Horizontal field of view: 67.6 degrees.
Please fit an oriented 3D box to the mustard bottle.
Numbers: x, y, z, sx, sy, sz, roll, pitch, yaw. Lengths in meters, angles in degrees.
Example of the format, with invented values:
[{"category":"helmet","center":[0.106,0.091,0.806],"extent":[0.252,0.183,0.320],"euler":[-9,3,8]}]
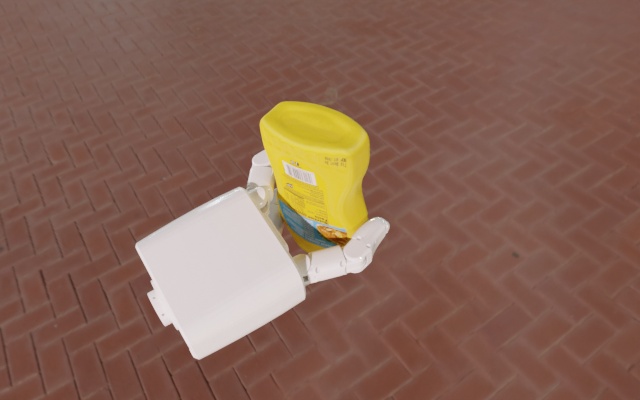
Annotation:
[{"category":"mustard bottle","center":[0.000,0.001,0.462],"extent":[0.096,0.192,0.058],"euler":[23,53,24]}]
